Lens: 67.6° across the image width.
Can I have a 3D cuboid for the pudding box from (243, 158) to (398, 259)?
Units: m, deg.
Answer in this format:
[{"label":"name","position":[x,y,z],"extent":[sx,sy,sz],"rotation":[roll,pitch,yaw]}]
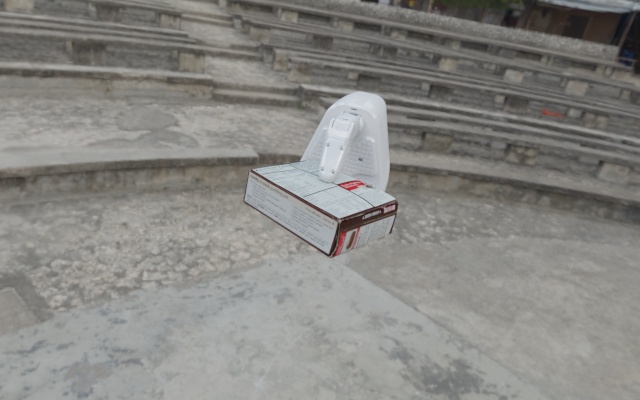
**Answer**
[{"label":"pudding box","position":[0.000,0.001,0.434],"extent":[0.113,0.039,0.090],"rotation":[28,28,34]}]
